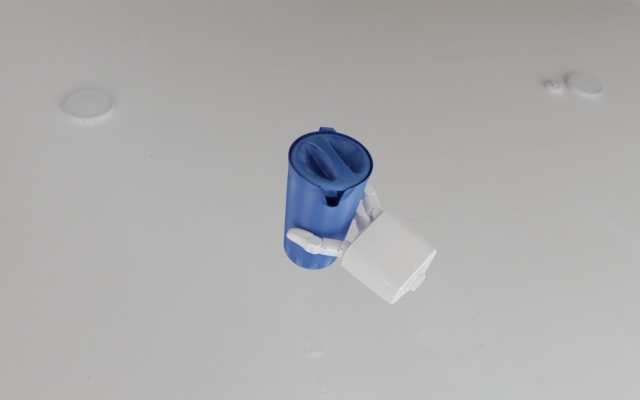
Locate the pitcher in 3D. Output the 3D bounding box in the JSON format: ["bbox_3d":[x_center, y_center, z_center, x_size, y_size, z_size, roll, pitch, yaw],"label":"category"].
[{"bbox_3d":[0.000,0.003,0.826,0.145,0.243,0.149,37,52,21],"label":"pitcher"}]
